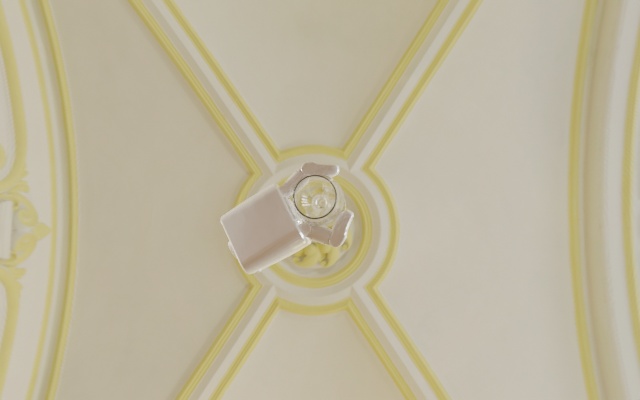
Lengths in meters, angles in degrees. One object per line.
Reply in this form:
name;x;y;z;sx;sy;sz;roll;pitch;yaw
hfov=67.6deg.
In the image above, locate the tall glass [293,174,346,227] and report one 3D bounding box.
tall glass;0.000;0.002;0.760;0.079;0.079;0.201;0;-5;4
